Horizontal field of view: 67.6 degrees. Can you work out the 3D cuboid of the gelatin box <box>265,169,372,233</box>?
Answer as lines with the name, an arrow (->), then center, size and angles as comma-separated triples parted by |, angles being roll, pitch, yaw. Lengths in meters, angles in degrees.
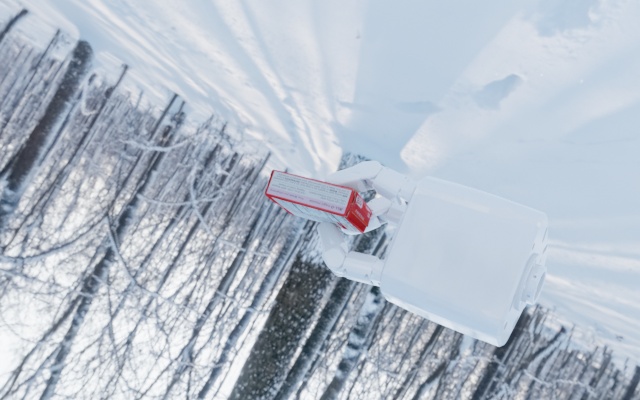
gelatin box -> 0.000, 0.002, 0.472 | 0.089, 0.030, 0.073 | 14, -11, 21
